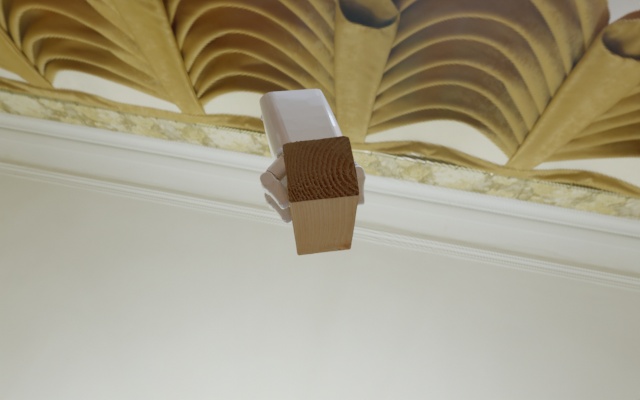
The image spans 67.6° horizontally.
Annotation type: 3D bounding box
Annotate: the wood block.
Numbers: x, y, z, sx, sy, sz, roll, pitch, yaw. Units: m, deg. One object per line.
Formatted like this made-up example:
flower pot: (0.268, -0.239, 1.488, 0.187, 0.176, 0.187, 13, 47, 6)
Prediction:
wood block: (0.000, 0.002, 0.699, 0.091, 0.090, 0.206, -7, -24, -3)
